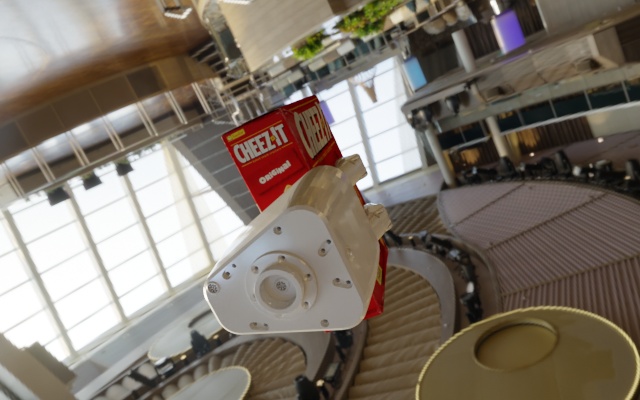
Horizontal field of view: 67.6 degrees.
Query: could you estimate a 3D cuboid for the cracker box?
[{"bbox_3d":[0.000,0.002,0.507,0.072,0.214,0.164,-23,11,15],"label":"cracker box"}]
